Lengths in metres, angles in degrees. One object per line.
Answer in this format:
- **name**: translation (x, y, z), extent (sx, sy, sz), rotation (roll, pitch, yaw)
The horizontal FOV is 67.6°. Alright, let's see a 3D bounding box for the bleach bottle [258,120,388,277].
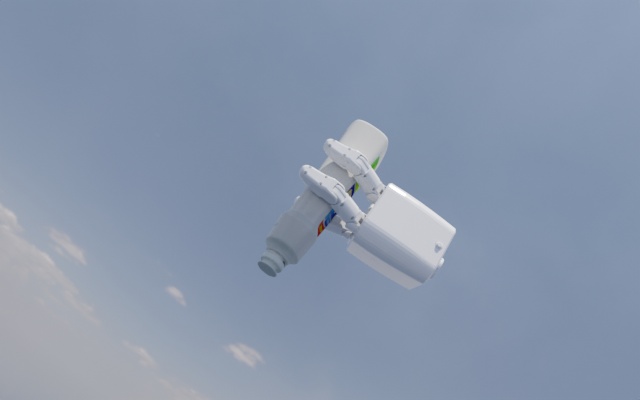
- **bleach bottle**: translation (0.000, 0.002, 0.643), extent (0.068, 0.250, 0.103), rotation (34, -31, 7)
